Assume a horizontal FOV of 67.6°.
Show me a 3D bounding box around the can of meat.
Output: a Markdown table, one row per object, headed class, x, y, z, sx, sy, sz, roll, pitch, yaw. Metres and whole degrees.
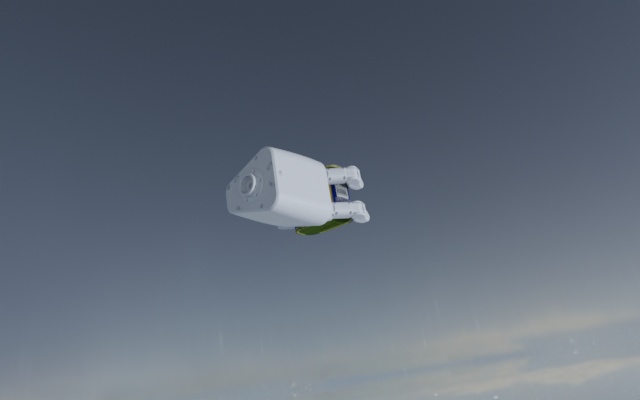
| class | x | y | z | sx | sy | sz | roll | pitch | yaw |
| --- | --- | --- | --- | --- | --- | --- | --- | --- | --- |
| can of meat | 0.000 | 0.003 | 0.763 | 0.102 | 0.084 | 0.057 | -24 | -26 | 34 |
